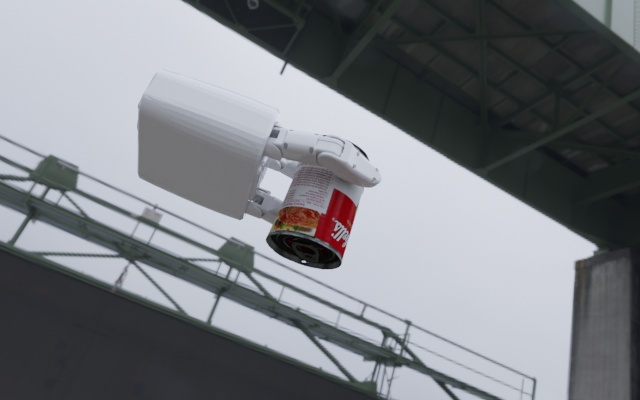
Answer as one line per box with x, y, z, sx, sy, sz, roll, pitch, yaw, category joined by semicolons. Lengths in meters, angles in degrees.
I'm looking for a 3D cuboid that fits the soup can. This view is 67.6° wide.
0.001;0.001;0.427;0.068;0.102;0.068;15;-26;8;soup can
